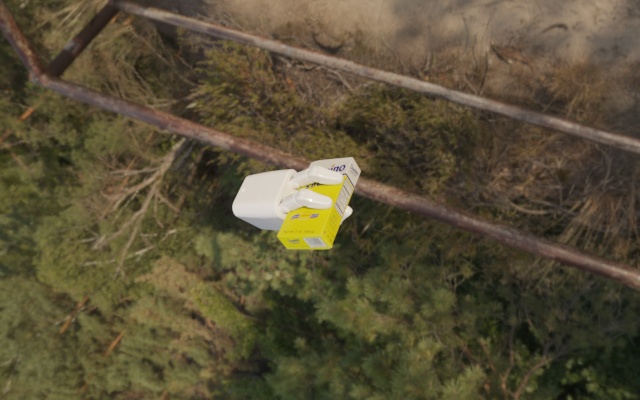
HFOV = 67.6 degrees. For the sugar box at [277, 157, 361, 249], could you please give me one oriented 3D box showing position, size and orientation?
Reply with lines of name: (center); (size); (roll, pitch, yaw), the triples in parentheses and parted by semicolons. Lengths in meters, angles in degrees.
sugar box: (0.000, 0.002, 0.835); (0.093, 0.176, 0.048); (-3, -39, 33)
